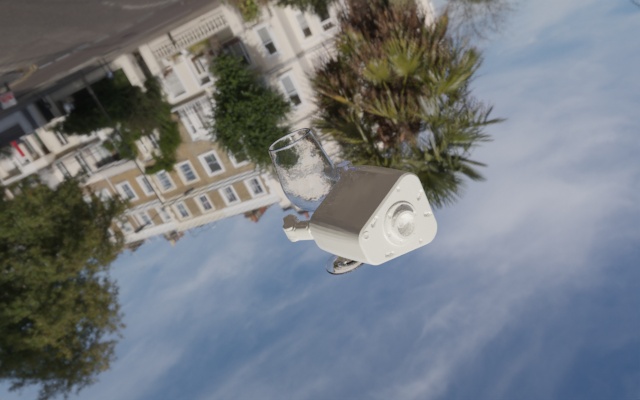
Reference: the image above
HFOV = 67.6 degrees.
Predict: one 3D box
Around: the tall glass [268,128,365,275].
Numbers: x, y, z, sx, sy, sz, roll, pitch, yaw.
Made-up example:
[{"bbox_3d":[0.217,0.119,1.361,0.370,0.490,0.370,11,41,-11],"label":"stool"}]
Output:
[{"bbox_3d":[0.000,0.003,0.663,0.079,0.201,0.079,-23,21,9],"label":"tall glass"}]
